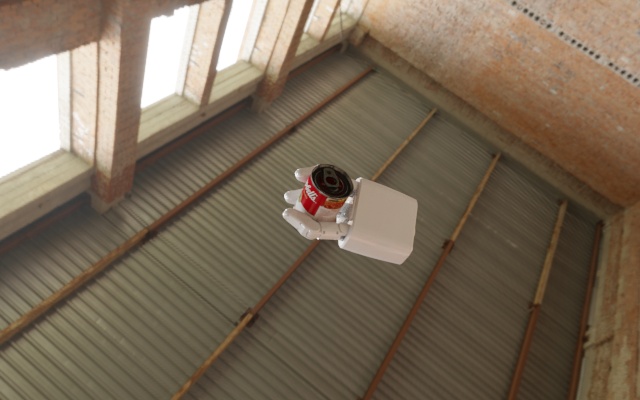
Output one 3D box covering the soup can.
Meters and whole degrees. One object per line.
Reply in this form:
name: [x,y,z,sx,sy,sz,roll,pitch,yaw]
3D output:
soup can: [0.000,0.003,0.736,0.068,0.068,0.102,0,-39,-27]
